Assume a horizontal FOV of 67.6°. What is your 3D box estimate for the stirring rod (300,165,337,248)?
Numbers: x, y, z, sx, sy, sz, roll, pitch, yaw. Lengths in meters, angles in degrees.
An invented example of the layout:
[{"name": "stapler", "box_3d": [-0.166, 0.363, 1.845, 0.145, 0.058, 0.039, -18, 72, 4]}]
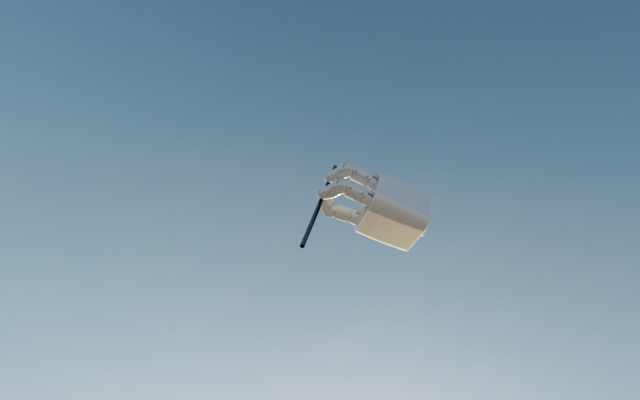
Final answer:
[{"name": "stirring rod", "box_3d": [0.000, 0.003, 0.833, 0.011, 0.011, 0.239, 0, 35, 17]}]
